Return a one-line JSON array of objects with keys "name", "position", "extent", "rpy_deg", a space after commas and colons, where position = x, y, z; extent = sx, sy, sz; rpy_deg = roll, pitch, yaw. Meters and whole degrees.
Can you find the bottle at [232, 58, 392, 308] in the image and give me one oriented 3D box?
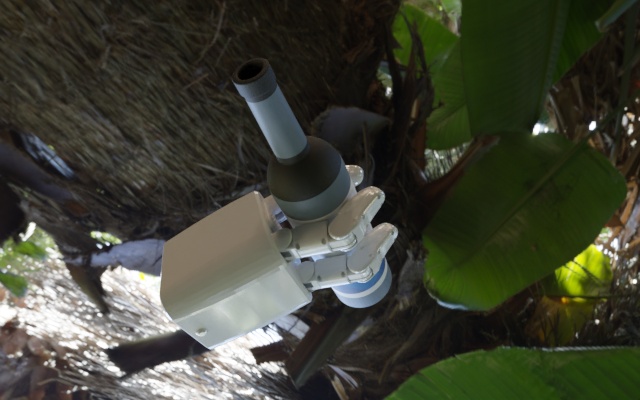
[{"name": "bottle", "position": [0.000, 0.001, 0.427], "extent": [0.069, 0.069, 0.296], "rpy_deg": [0, -37, 24]}]
